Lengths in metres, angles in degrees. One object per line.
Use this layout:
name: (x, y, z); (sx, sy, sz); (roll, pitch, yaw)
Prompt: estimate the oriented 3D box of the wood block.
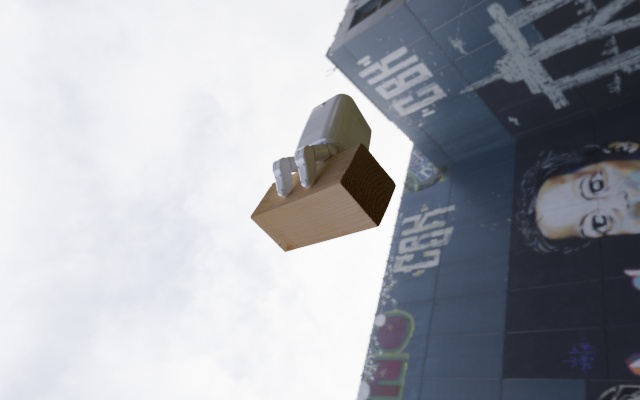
wood block: (0.000, 0.002, 0.734); (0.206, 0.090, 0.091); (-20, -59, 44)
